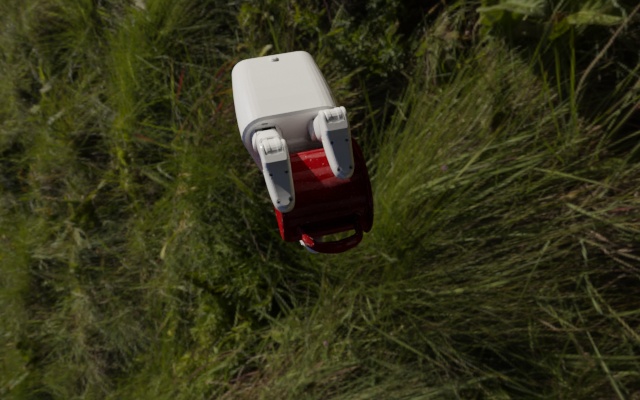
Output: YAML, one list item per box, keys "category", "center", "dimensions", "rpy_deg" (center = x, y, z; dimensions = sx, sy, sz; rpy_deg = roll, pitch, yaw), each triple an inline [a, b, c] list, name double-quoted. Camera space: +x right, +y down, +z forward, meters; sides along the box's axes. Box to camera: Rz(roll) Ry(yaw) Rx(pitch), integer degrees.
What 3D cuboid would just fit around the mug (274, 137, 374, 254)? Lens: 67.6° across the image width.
- category: "mug"
  center: [0.000, 0.003, 0.440]
  dimensions: [0.081, 0.117, 0.093]
  rpy_deg: [-11, -40, -8]
